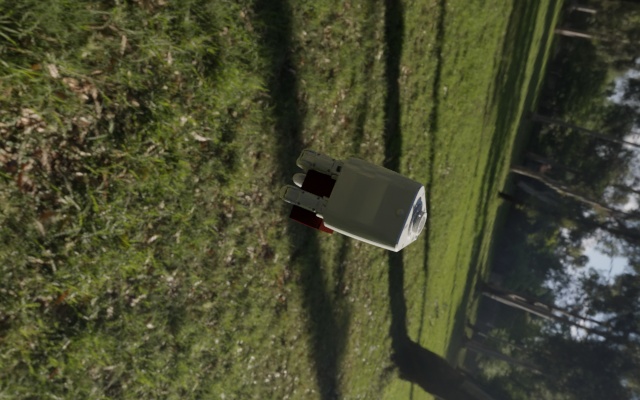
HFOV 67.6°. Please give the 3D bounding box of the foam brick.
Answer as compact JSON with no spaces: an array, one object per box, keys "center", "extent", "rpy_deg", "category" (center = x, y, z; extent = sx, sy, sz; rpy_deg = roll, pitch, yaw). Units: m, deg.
[{"center":[0.000,0.002,0.678],"extent":[0.051,0.078,0.053],"rpy_deg":[22,-2,25],"category":"foam brick"}]
